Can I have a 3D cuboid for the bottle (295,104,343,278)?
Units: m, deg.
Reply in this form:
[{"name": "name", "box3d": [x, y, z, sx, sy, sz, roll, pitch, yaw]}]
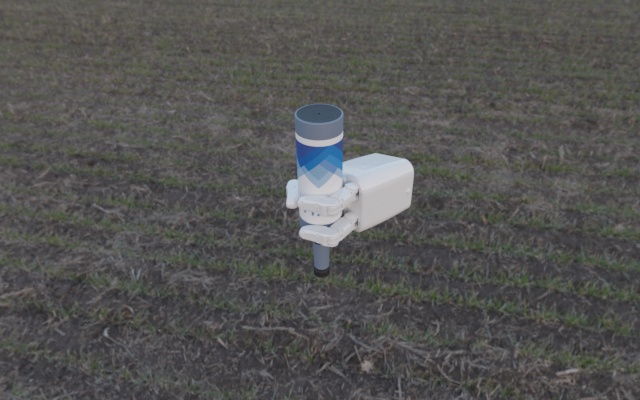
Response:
[{"name": "bottle", "box3d": [0.000, 0.002, 0.733, 0.069, 0.296, 0.069, -1, 35, 0]}]
